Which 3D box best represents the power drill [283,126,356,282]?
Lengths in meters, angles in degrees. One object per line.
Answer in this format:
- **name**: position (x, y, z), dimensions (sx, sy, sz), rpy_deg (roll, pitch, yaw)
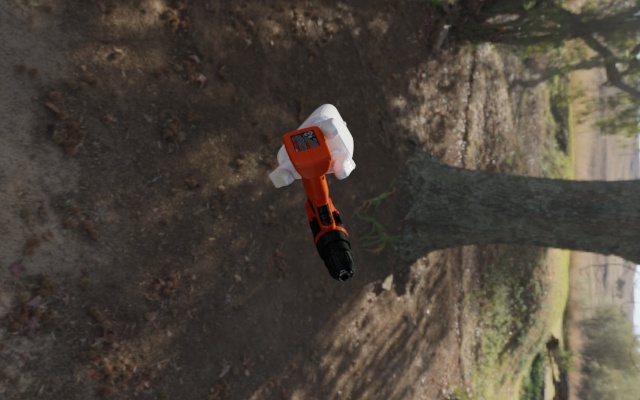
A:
- **power drill**: position (0.000, 0.002, 0.692), dimensions (0.057, 0.188, 0.184), rpy_deg (-17, 38, -6)
